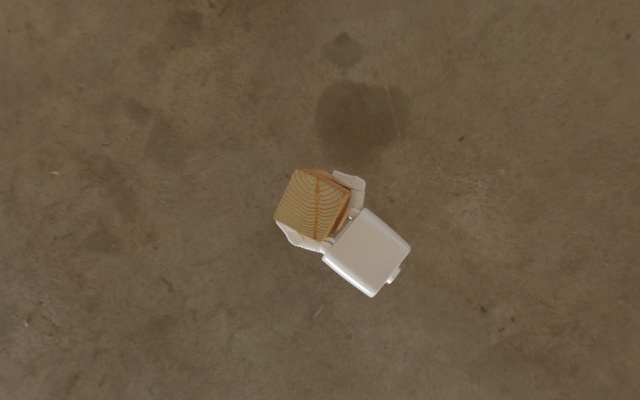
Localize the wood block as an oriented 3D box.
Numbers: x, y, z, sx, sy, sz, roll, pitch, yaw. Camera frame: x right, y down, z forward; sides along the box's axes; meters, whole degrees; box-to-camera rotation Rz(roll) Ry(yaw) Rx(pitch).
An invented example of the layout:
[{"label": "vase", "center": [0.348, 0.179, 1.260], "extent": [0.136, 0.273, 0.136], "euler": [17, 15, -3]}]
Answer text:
[{"label": "wood block", "center": [0.001, 0.003, 0.843], "extent": [0.090, 0.091, 0.206], "euler": [27, 7, 8]}]
